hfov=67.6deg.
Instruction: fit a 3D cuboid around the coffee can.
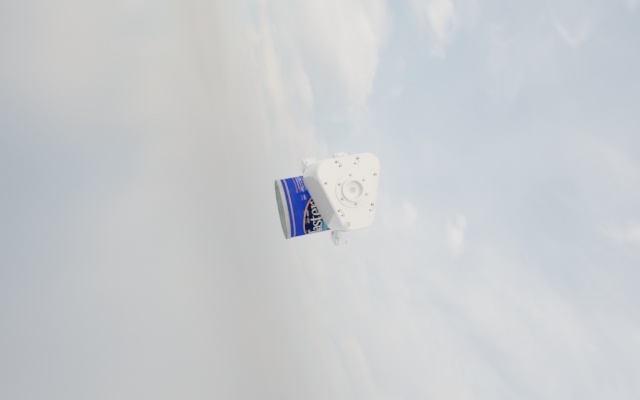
[{"bbox_3d":[0.000,0.003,0.815,0.140,0.103,0.103,-11,2,-10],"label":"coffee can"}]
